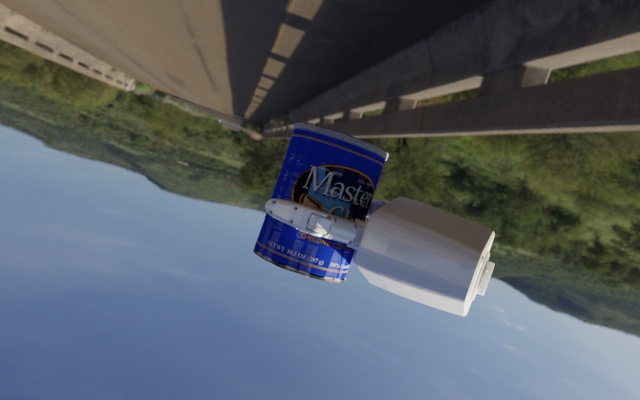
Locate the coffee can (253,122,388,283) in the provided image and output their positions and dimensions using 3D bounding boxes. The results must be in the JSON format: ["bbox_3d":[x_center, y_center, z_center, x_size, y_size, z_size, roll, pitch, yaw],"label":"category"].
[{"bbox_3d":[0.000,0.001,0.500,0.103,0.140,0.103,19,2,-1],"label":"coffee can"}]
